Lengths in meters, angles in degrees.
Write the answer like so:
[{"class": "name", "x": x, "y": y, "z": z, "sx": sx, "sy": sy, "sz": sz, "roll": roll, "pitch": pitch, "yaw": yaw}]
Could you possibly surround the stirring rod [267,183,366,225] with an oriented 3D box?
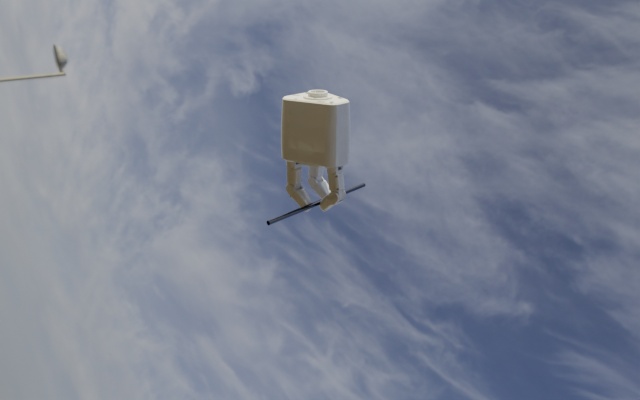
[{"class": "stirring rod", "x": 0.000, "y": 0.003, "z": 0.842, "sx": 0.239, "sy": 0.011, "sz": 0.011, "roll": -22, "pitch": 15, "yaw": -41}]
